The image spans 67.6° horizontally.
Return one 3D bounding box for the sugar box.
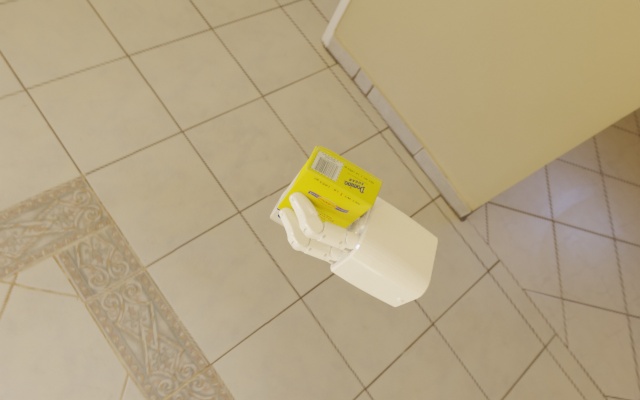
[{"bbox_3d":[0.000,0.003,0.634,0.093,0.048,0.176,30,-31,-6],"label":"sugar box"}]
